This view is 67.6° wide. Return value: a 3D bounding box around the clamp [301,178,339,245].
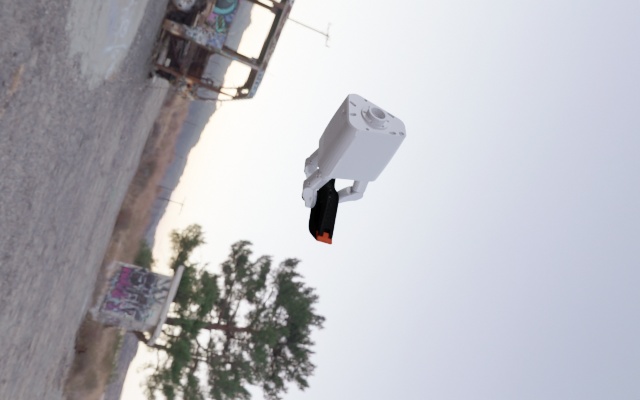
[{"bbox_3d":[0.001,0.003,0.867,0.036,0.209,0.165,16,-44,-16],"label":"clamp"}]
